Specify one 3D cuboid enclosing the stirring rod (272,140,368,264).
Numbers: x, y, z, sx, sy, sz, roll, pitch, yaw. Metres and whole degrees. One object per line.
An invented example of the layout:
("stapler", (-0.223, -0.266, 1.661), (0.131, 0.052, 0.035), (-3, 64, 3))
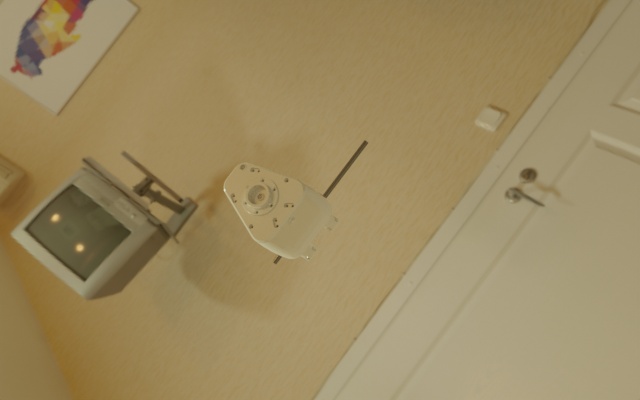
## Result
("stirring rod", (0.000, 0.002, 0.754), (0.011, 0.239, 0.011), (37, -1, 1))
